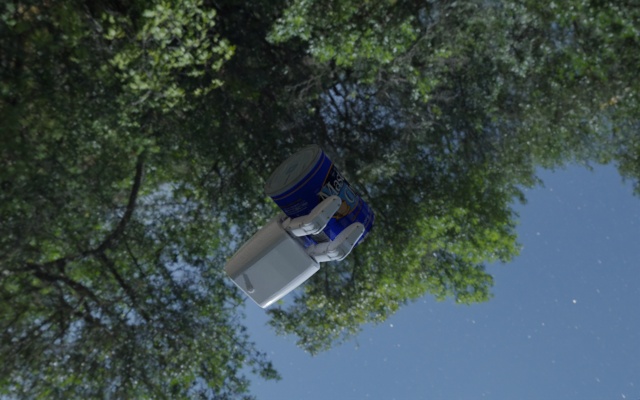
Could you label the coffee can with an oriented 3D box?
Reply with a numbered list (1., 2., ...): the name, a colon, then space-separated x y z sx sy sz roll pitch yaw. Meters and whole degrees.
1. coffee can: 0.000 0.002 0.708 0.140 0.102 0.103 49 -23 -22
